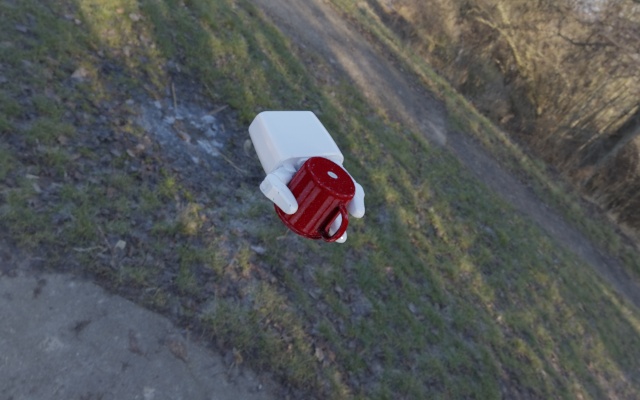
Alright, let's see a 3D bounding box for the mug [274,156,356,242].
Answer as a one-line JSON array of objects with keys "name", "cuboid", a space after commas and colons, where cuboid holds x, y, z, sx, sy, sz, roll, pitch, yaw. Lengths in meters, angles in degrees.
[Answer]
[{"name": "mug", "cuboid": [0.001, 0.003, 0.654, 0.093, 0.117, 0.081, 5, -46, -43]}]
